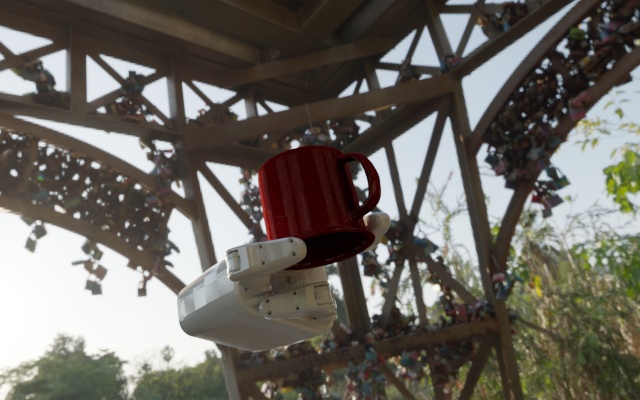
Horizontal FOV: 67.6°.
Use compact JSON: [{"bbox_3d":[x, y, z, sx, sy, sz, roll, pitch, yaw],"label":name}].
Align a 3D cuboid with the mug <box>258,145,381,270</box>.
[{"bbox_3d":[0.001,0.001,0.402,0.093,0.081,0.117,11,-33,-45],"label":"mug"}]
